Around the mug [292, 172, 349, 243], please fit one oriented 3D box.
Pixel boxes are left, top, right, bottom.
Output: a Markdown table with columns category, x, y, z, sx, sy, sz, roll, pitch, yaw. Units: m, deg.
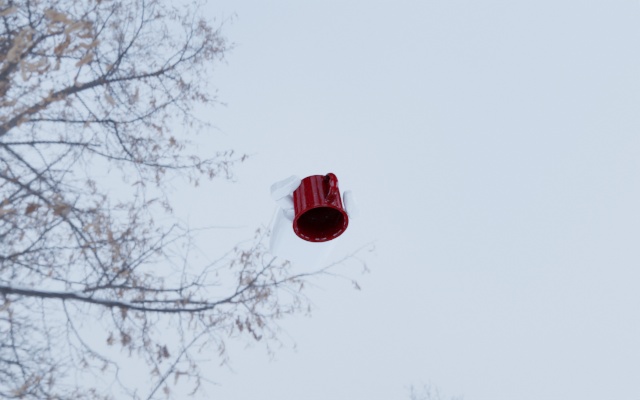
| category | x | y | z | sx | sy | sz | roll | pitch | yaw |
| --- | --- | --- | --- | --- | --- | --- | --- | --- | --- |
| mug | 0.001 | 0.001 | 0.794 | 0.093 | 0.081 | 0.117 | 10 | -47 | -18 |
